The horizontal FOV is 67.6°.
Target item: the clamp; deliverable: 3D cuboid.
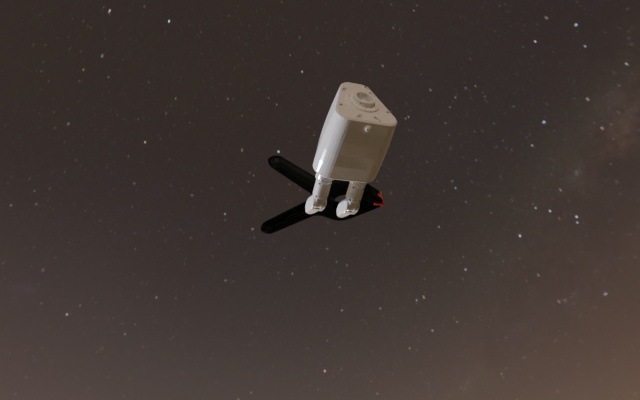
[{"bbox_3d":[0.001,0.002,0.803,0.210,0.036,0.165,6,-46,-17],"label":"clamp"}]
